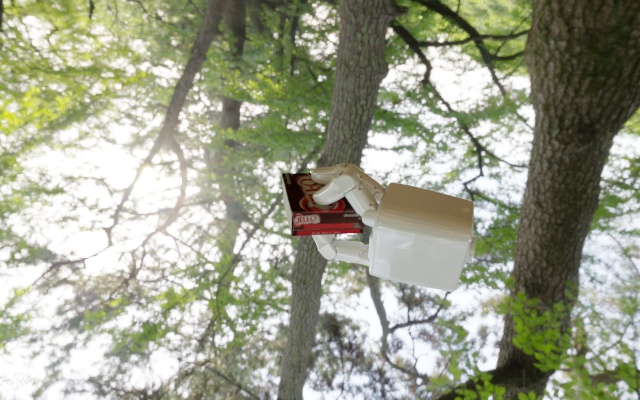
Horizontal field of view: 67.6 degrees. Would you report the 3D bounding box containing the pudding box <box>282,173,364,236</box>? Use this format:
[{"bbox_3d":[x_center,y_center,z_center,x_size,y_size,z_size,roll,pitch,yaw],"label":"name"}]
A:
[{"bbox_3d":[0.000,0.002,0.605,0.090,0.039,0.113,-1,25,-12],"label":"pudding box"}]
